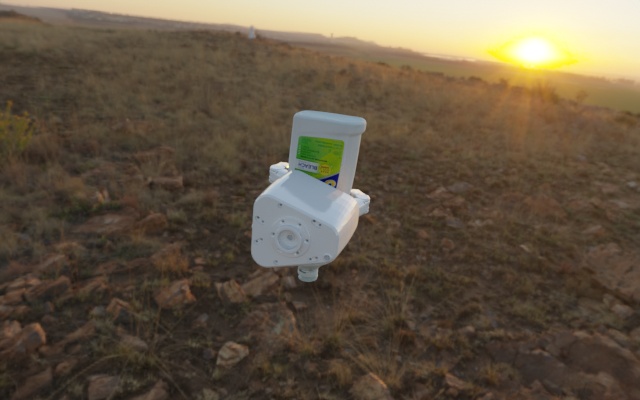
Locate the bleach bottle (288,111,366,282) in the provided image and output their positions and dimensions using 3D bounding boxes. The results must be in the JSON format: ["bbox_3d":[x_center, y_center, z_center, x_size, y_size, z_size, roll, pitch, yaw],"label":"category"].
[{"bbox_3d":[0.000,0.002,0.693,0.102,0.251,0.068,10,20,13],"label":"bleach bottle"}]
